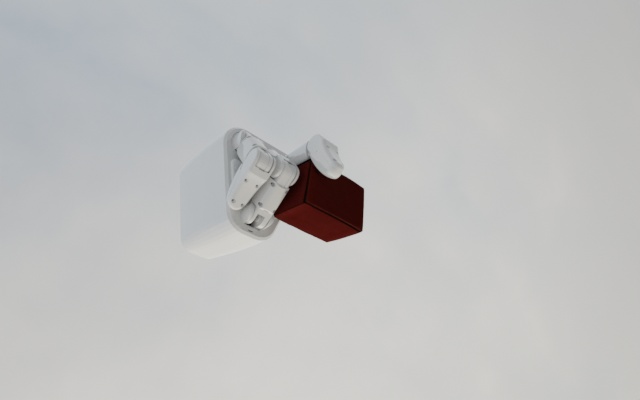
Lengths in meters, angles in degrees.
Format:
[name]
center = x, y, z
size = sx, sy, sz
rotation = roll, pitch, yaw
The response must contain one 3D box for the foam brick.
[foam brick]
center = 0.000, 0.002, 0.487
size = 0.078, 0.053, 0.051
rotation = 29, -36, -33
